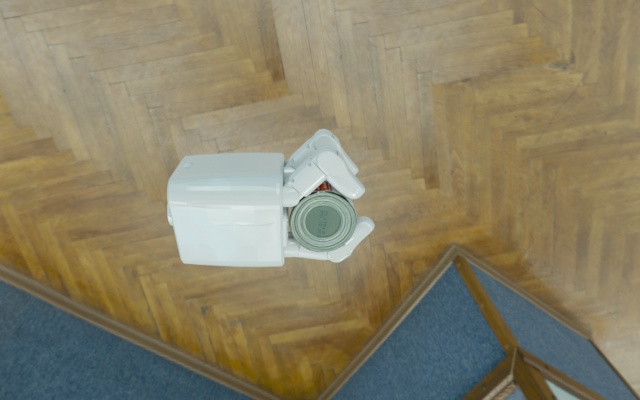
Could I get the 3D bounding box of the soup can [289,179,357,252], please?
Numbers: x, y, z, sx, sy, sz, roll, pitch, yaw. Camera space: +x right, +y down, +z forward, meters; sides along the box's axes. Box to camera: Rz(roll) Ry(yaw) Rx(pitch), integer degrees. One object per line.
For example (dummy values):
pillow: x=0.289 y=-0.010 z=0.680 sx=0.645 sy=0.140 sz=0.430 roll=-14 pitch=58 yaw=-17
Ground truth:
soup can: x=0.001 y=0.002 z=0.507 sx=0.068 sy=0.068 sz=0.102 roll=0 pitch=24 yaw=-3
